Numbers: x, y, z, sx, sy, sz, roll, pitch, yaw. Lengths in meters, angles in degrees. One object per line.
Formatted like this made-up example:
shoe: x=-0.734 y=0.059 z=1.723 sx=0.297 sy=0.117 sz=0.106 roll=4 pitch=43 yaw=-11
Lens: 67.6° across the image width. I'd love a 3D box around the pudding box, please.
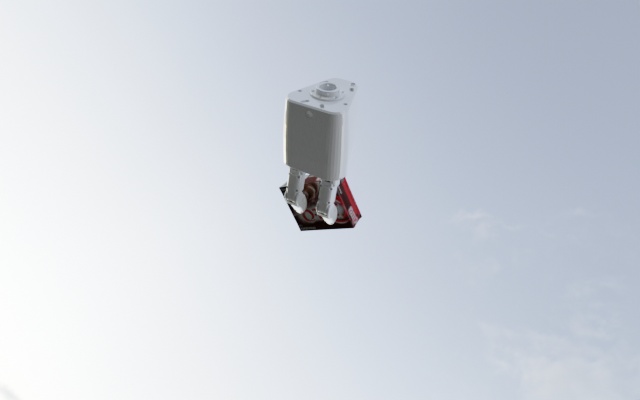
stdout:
pudding box: x=0.000 y=0.002 z=0.770 sx=0.113 sy=0.090 sz=0.039 roll=-5 pitch=29 yaw=39
